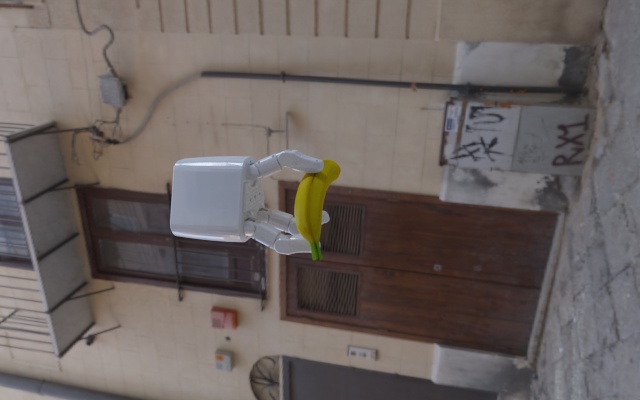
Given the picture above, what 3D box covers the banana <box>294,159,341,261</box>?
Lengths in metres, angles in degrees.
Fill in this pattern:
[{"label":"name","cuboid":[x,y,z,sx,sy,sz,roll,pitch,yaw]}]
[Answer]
[{"label":"banana","cuboid":[-0.004,-0.010,0.649,0.037,0.070,0.197,-2,38,15]}]
